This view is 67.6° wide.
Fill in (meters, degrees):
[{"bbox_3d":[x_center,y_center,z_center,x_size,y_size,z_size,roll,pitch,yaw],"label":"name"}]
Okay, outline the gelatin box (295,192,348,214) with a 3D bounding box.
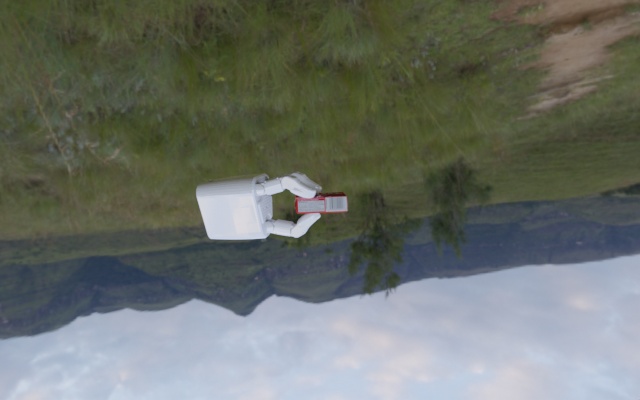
[{"bbox_3d":[0.000,0.003,0.831,0.089,0.030,0.073,-2,6,-2],"label":"gelatin box"}]
